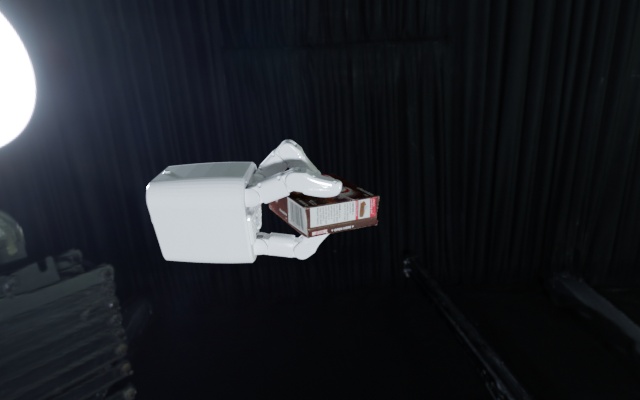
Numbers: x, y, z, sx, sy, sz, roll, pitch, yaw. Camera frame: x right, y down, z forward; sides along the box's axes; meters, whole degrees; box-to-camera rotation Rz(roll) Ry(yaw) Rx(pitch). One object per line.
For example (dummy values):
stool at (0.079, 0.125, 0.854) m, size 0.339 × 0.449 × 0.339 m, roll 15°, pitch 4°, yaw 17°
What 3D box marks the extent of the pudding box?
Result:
pudding box at (0.000, 0.002, 0.548) m, size 0.090 × 0.039 × 0.113 m, roll -10°, pitch 22°, yaw -25°
